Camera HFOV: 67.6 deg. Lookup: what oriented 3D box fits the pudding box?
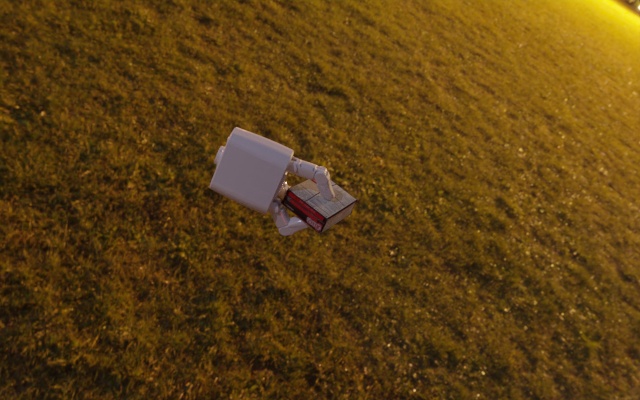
[{"bbox_3d":[0.000,0.003,0.834,0.090,0.039,0.113,39,36,16],"label":"pudding box"}]
